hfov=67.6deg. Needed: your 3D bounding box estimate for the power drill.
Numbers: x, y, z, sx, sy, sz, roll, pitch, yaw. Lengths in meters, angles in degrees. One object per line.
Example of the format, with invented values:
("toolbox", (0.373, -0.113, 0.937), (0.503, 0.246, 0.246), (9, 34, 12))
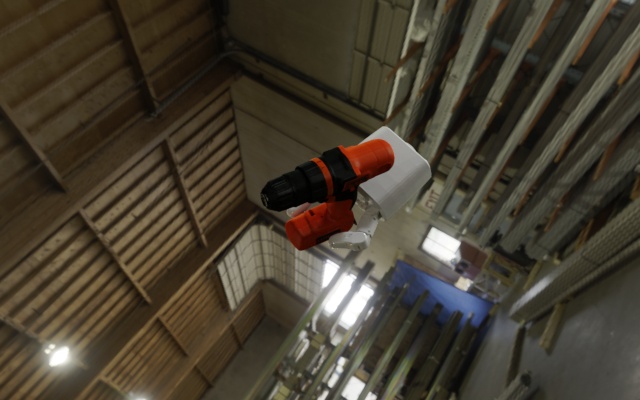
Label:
("power drill", (0.000, 0.002, 0.651), (0.184, 0.057, 0.188), (-21, -22, -21))
